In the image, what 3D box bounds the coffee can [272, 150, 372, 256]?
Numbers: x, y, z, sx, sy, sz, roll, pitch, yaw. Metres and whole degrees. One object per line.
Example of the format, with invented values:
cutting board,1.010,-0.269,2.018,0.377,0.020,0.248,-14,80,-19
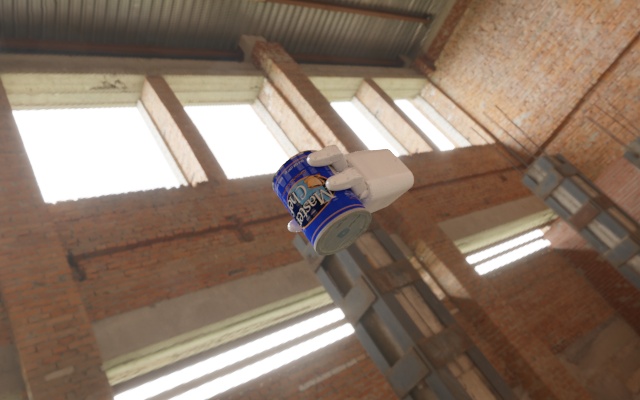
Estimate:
coffee can,0.000,0.003,0.765,0.103,0.140,0.103,-27,-30,-17
